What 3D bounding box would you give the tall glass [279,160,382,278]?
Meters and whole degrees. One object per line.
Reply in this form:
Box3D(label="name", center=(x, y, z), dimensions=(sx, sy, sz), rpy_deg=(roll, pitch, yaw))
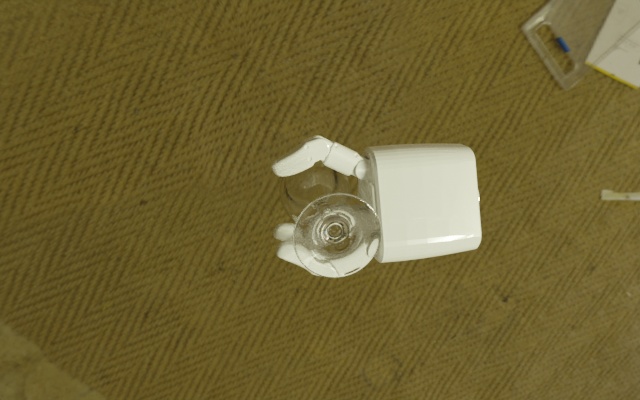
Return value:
Box3D(label="tall glass", center=(0.000, 0.002, 0.483), dimensions=(0.079, 0.079, 0.201), rpy_deg=(0, 16, -9))
